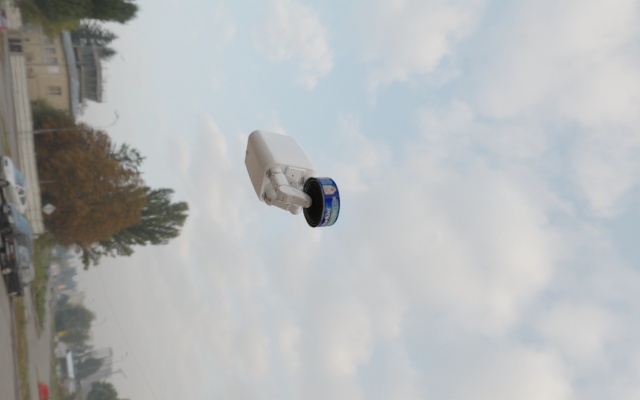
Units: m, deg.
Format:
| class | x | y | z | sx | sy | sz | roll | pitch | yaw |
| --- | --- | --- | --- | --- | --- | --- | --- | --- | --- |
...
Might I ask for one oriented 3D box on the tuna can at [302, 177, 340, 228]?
| class | x | y | z | sx | sy | sz | roll | pitch | yaw |
| --- | --- | --- | --- | --- | --- | --- | --- | --- | --- |
| tuna can | 0.001 | 0.003 | 0.807 | 0.034 | 0.086 | 0.086 | -3 | 1 | -26 |
